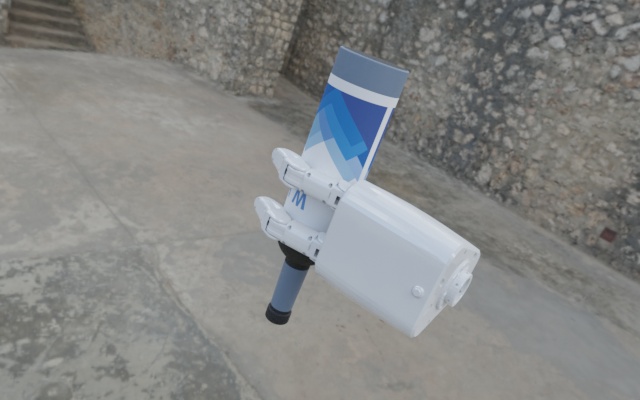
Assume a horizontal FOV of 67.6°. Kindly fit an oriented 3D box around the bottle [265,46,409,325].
[{"bbox_3d":[0.000,0.001,0.480,0.069,0.296,0.069,18,21,-7],"label":"bottle"}]
